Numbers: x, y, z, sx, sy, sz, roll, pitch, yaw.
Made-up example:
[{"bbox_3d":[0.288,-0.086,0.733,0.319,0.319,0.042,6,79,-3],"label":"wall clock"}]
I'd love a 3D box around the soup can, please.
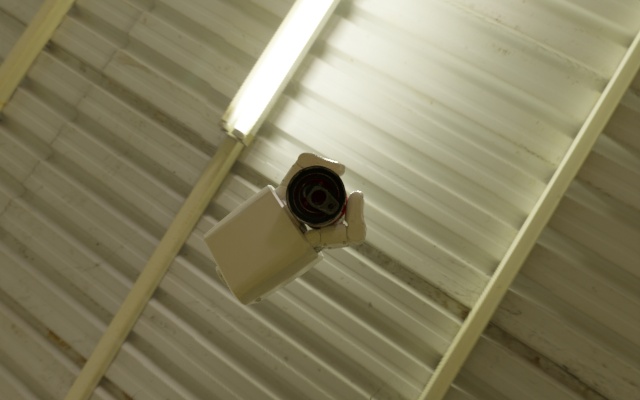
[{"bbox_3d":[0.000,0.002,0.580,0.068,0.068,0.102,0,-9,6],"label":"soup can"}]
